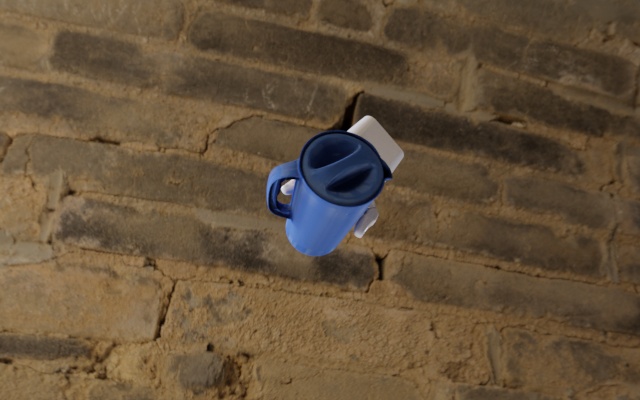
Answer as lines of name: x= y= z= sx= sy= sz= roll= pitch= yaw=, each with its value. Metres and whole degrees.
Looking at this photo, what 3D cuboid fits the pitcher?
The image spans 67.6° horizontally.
pitcher: x=0.000 y=0.003 z=0.801 sx=0.149 sy=0.145 sz=0.243 roll=38 pitch=-30 yaw=8
